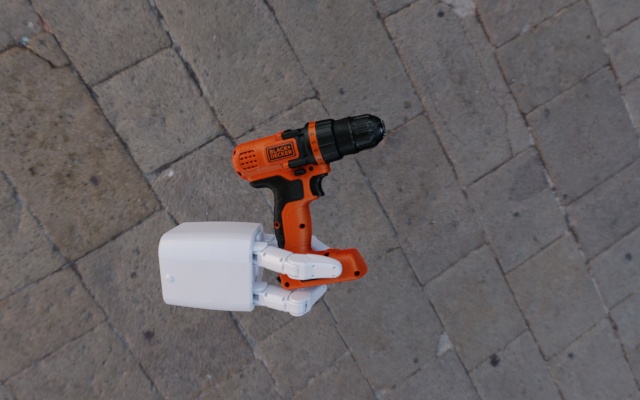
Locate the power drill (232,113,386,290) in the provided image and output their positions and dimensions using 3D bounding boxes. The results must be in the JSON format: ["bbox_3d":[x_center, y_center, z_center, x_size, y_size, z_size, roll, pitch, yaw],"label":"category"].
[{"bbox_3d":[0.000,0.002,0.563,0.184,0.187,0.057,-12,2,15],"label":"power drill"}]
